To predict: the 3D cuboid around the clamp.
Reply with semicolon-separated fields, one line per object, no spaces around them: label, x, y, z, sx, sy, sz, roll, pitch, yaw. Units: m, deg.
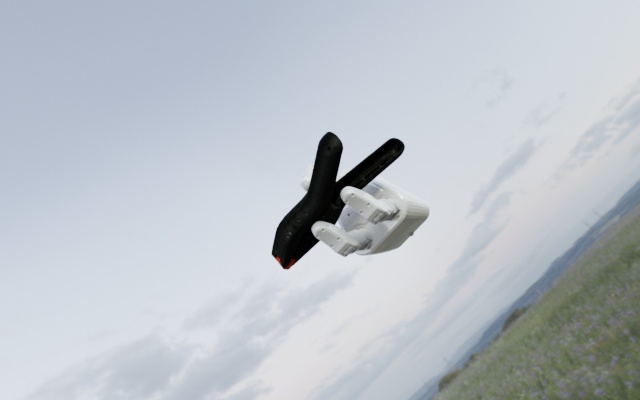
clamp;-0.001;0.002;0.556;0.036;0.210;0.164;48;20;23
